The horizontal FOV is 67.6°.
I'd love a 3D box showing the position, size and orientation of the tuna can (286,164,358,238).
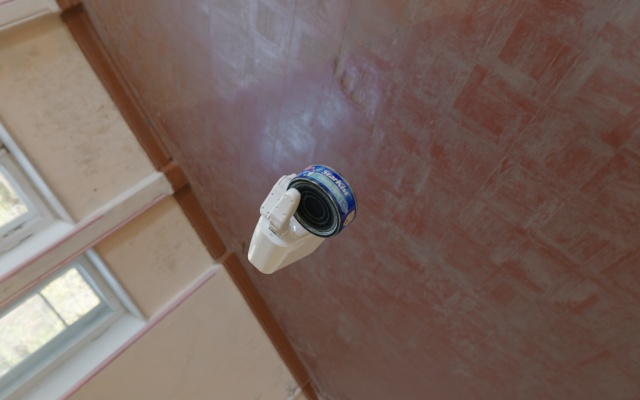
[{"bbox_3d":[0.000,0.002,0.570,0.086,0.086,0.033,0,30,45],"label":"tuna can"}]
